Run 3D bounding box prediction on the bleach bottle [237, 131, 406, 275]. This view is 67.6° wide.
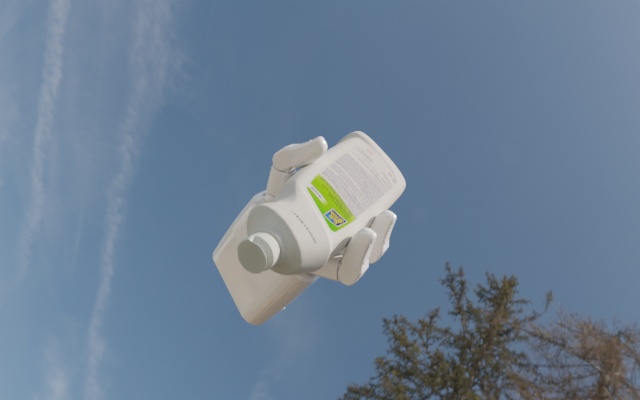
[{"bbox_3d":[0.000,0.002,0.480,0.068,0.102,0.250,-47,-9,33],"label":"bleach bottle"}]
